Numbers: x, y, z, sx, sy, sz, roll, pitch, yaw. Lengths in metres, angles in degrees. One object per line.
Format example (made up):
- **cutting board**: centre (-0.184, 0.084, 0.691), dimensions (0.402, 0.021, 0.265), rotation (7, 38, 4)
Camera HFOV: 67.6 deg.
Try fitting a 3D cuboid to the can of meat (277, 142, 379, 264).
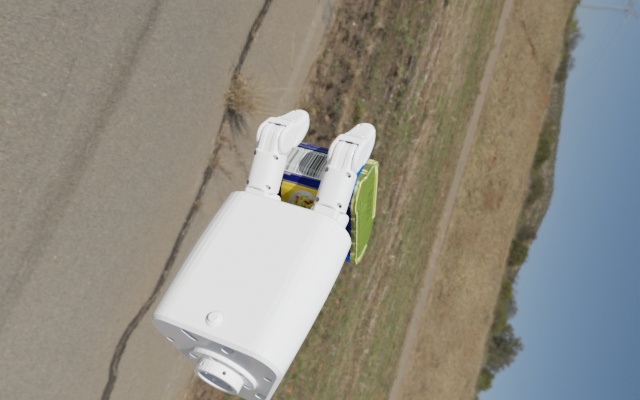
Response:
- **can of meat**: centre (0.000, 0.001, 0.404), dimensions (0.084, 0.057, 0.102), rotation (16, -40, 17)
